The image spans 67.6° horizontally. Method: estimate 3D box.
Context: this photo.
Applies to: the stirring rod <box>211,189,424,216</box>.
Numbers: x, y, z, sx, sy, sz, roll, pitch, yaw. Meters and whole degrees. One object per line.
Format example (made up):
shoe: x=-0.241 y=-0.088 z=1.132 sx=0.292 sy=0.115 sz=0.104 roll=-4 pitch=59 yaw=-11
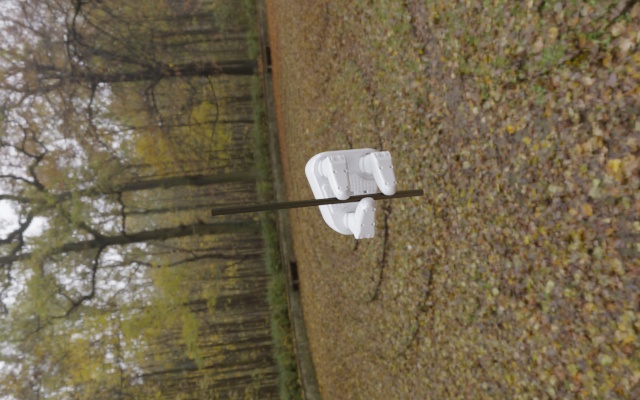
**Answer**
stirring rod: x=0.000 y=0.002 z=0.537 sx=0.239 sy=0.011 sz=0.011 roll=-5 pitch=1 yaw=-8
